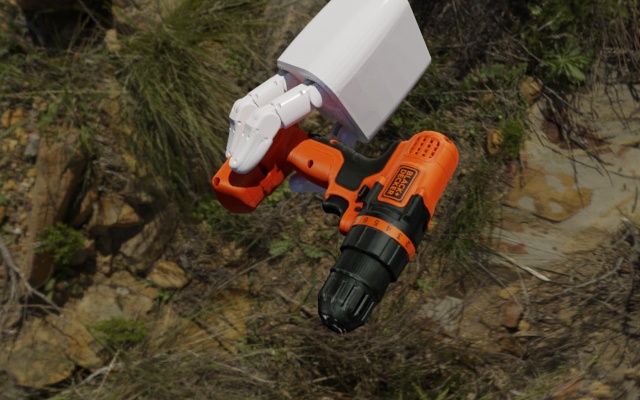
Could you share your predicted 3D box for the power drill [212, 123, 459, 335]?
[{"bbox_3d":[0.000,0.001,0.409,0.187,0.184,0.057,21,-28,29],"label":"power drill"}]
